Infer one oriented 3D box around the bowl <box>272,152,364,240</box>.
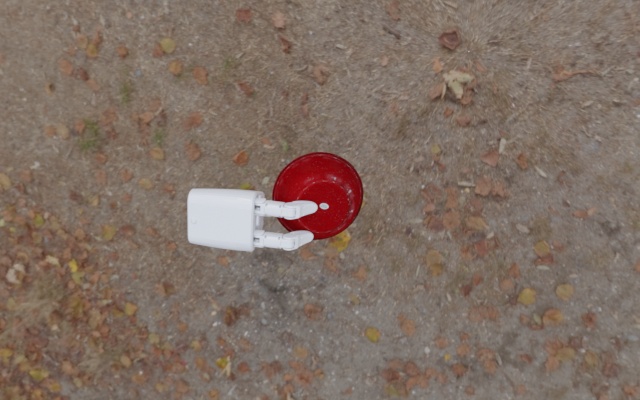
[{"bbox_3d":[0.001,0.002,0.806,0.162,0.162,0.055,0,19,-10],"label":"bowl"}]
